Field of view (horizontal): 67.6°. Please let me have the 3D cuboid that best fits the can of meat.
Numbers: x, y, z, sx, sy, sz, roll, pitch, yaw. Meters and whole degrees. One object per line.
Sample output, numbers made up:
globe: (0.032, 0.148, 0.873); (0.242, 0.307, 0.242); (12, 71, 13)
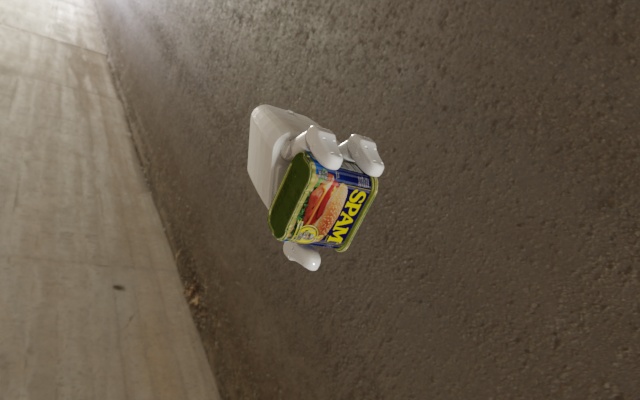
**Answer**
can of meat: (0.000, 0.002, 0.519); (0.084, 0.102, 0.057); (11, 27, -32)
